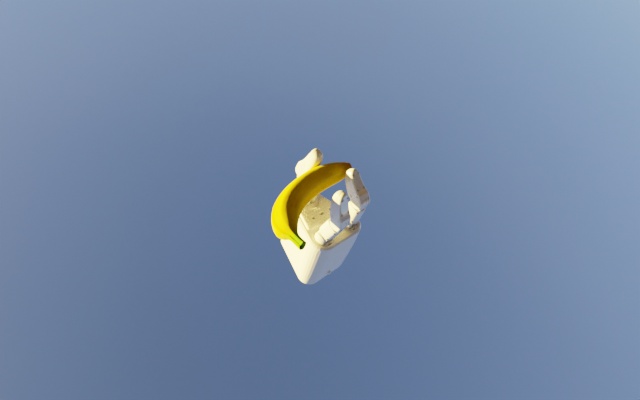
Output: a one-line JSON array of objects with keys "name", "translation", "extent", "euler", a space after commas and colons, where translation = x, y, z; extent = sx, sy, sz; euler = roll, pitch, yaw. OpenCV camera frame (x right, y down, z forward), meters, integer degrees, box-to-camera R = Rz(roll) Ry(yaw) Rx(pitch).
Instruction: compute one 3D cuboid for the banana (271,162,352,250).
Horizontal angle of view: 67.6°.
[{"name": "banana", "translation": [-0.018, -0.003, 0.659], "extent": [0.069, 0.037, 0.197], "euler": [24, 43, 8]}]
